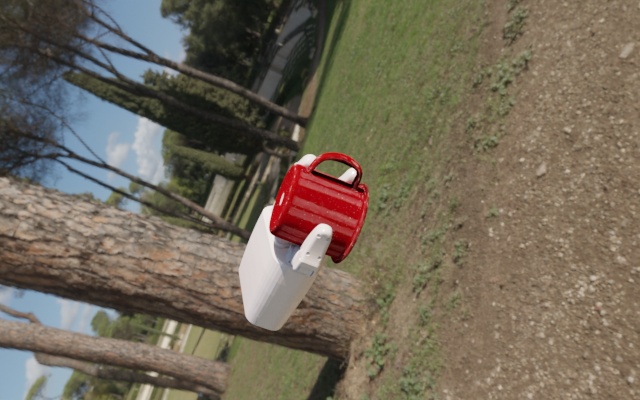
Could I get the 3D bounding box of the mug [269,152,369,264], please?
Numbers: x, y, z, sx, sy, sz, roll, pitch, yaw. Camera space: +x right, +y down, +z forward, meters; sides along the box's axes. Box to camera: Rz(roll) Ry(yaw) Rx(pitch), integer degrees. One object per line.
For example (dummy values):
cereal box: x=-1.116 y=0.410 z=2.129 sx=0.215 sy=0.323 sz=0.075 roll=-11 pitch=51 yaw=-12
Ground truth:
mug: x=0.000 y=0.000 z=0.508 sx=0.081 sy=0.117 sz=0.093 roll=21 pitch=28 yaw=-13
